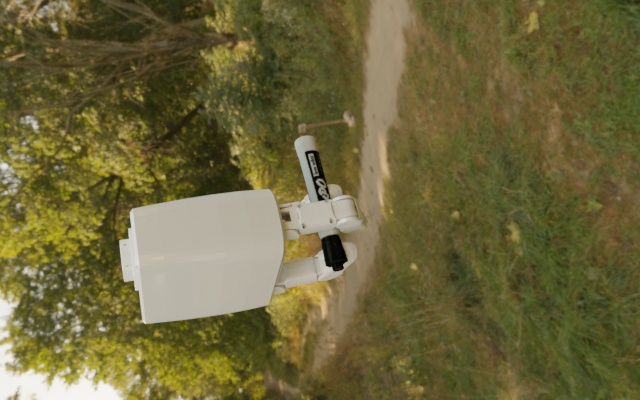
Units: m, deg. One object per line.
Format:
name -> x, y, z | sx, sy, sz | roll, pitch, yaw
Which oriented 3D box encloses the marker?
marker -> 0.000, 0.001, 0.404 | 0.020, 0.121, 0.020 | -13, -20, -5
